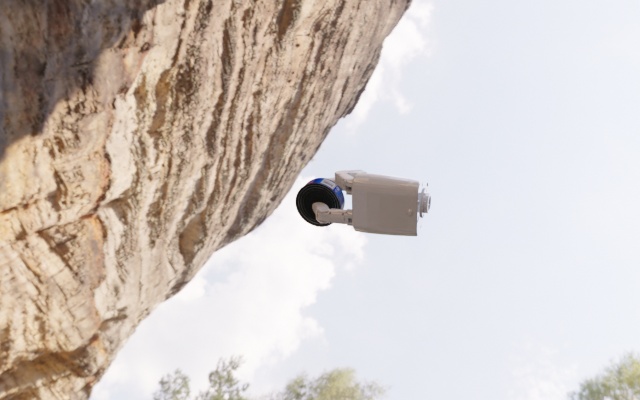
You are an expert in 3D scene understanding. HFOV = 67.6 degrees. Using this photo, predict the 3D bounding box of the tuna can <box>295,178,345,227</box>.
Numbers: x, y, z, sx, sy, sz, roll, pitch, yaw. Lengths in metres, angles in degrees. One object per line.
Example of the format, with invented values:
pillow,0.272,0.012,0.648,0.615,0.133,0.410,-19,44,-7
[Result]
tuna can,0.000,0.003,0.864,0.086,0.086,0.033,0,22,21
